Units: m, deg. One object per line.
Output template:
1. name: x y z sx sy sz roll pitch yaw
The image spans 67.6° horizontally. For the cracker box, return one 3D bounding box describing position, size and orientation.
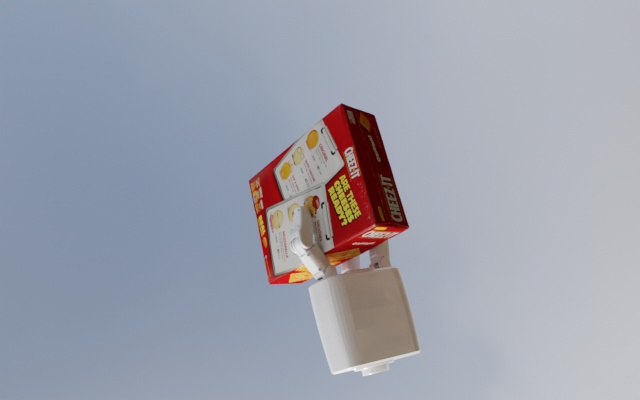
1. cracker box: 0.000 0.002 0.635 0.072 0.164 0.214 6 -29 -42
